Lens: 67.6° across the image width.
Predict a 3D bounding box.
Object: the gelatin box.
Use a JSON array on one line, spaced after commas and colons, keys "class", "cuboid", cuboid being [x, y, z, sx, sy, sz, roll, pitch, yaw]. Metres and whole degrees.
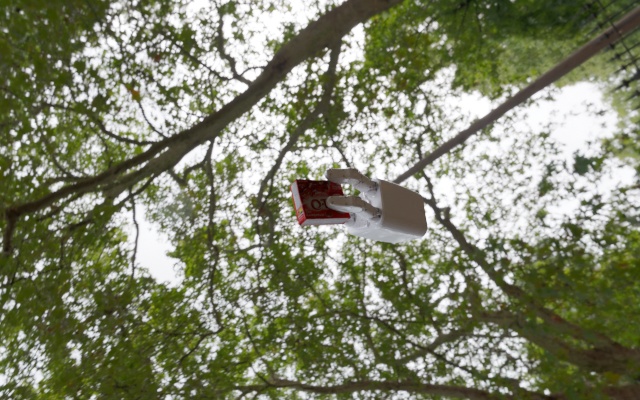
[{"class": "gelatin box", "cuboid": [0.000, 0.003, 0.791, 0.089, 0.073, 0.030, 0, -27, -31]}]
